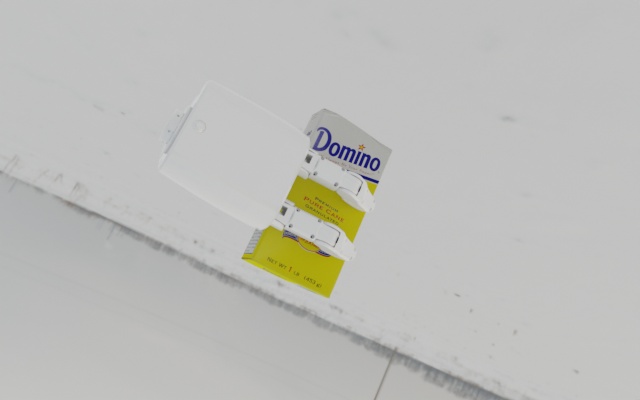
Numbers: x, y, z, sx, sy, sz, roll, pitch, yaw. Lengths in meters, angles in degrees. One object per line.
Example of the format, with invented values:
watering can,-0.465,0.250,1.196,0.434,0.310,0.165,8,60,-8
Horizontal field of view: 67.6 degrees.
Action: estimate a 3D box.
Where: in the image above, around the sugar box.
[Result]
sugar box,0.000,0.002,0.498,0.093,0.176,0.048,29,-14,-19
